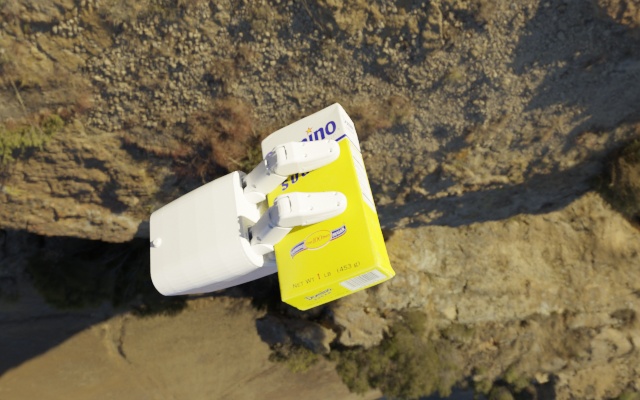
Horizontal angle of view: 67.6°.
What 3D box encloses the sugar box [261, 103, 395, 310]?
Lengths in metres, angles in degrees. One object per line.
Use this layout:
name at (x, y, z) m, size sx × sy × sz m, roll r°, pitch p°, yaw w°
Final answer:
sugar box at (0.000, 0.001, 0.443) m, size 0.093 × 0.176 × 0.048 m, roll -23°, pitch -31°, yaw 17°
